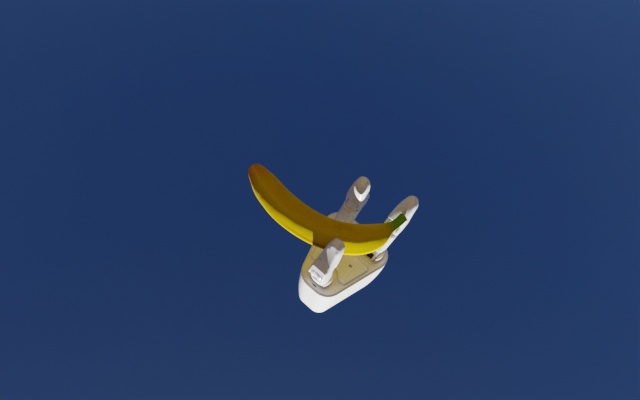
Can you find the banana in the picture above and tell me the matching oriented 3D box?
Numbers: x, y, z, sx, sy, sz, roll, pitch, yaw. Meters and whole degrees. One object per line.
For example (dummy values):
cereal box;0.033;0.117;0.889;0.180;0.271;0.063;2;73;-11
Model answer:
banana;-0.003;0.019;0.562;0.198;0.069;0.037;20;-23;4
